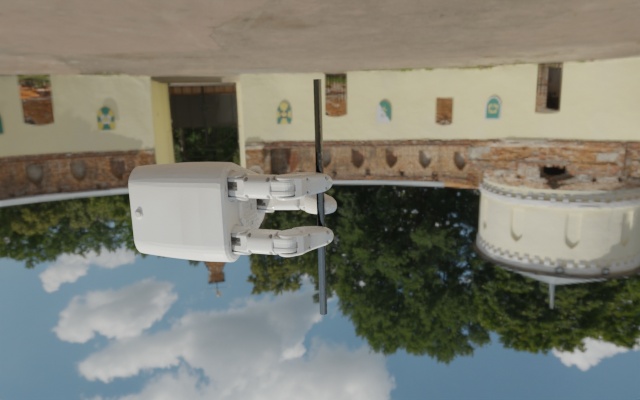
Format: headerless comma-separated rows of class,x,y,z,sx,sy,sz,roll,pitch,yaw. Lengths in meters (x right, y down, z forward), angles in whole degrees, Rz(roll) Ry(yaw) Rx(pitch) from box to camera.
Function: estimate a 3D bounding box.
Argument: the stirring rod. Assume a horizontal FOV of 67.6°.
stirring rod,0.000,0.001,0.482,0.011,0.239,0.011,-1,11,0
